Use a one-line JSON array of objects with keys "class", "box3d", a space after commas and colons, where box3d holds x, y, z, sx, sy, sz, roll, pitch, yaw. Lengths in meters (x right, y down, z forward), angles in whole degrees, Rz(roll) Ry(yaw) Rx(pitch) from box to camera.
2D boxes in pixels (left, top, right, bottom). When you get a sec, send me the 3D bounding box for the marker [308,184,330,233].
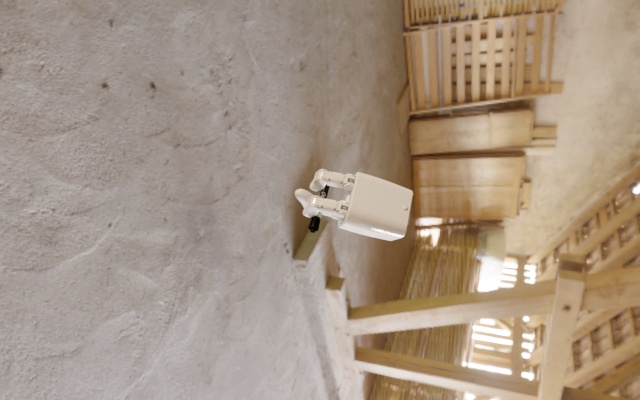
[{"class": "marker", "box3d": [0.000, 0.003, 0.867, 0.020, 0.121, 0.020, 12, -26, 6]}]
